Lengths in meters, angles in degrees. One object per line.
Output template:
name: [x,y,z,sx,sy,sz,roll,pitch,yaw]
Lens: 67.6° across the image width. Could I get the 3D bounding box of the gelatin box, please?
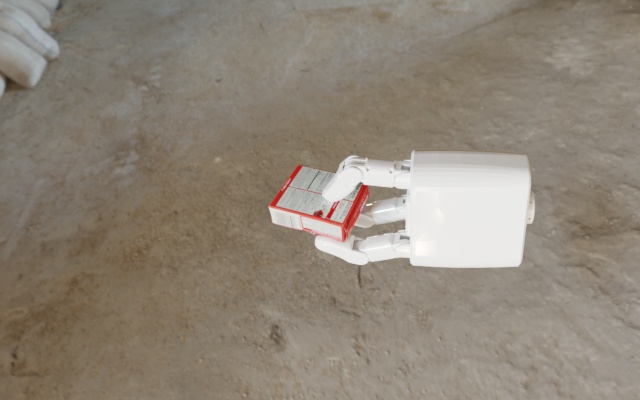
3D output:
gelatin box: [0.000,0.001,0.520,0.089,0.030,0.073,14,48,20]
